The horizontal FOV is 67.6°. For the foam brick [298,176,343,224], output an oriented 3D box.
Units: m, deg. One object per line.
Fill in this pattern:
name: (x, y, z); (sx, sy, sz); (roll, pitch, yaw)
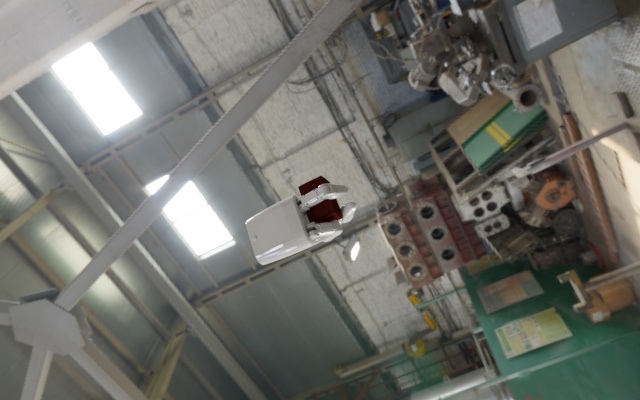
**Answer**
foam brick: (0.000, 0.003, 0.884); (0.051, 0.078, 0.053); (-25, -22, 13)
